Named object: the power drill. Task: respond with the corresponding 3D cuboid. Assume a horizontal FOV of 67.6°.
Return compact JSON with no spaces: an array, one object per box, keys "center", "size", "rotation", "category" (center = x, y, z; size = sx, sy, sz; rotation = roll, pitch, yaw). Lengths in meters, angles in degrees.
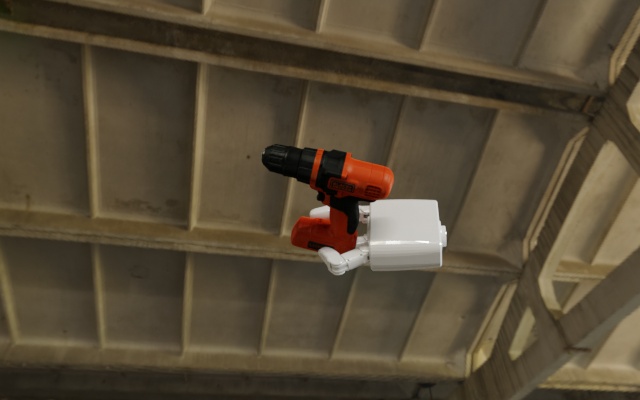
[{"center":[0.000,0.003,0.708],"size":[0.184,0.057,0.188],"rotation":[14,-39,3],"category":"power drill"}]
